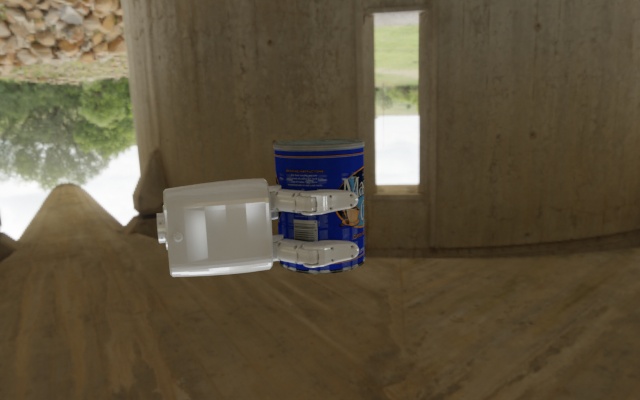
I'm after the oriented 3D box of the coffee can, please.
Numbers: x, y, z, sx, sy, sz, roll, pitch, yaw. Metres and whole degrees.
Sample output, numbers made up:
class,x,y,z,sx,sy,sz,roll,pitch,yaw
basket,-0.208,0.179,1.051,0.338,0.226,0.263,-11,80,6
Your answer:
class,x,y,z,sx,sy,sz,roll,pitch,yaw
coffee can,0.000,0.002,0.552,0.103,0.140,0.103,-2,10,0
